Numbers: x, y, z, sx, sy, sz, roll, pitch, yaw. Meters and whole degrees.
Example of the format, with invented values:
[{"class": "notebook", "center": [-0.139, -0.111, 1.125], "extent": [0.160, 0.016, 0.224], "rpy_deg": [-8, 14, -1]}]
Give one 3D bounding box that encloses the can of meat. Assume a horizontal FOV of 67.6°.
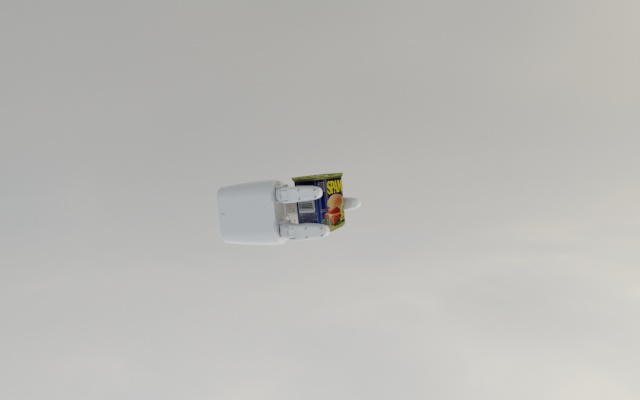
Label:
[{"class": "can of meat", "center": [0.000, 0.003, 0.727], "extent": [0.057, 0.084, 0.102], "rpy_deg": [-4, 4, 21]}]
